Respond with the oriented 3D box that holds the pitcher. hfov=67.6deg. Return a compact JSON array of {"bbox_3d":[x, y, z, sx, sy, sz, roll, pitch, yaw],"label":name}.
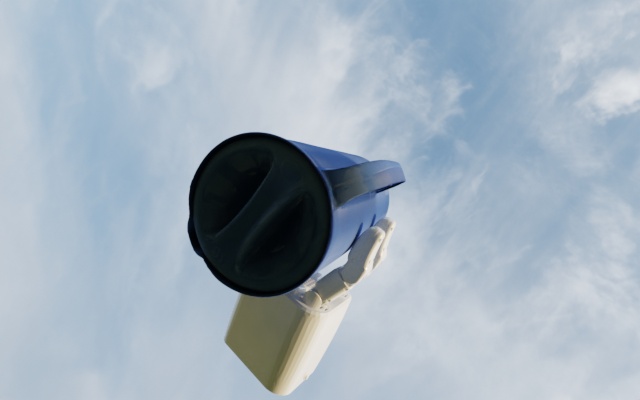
[{"bbox_3d":[0.000,0.002,0.482,0.149,0.145,0.243,27,14,18],"label":"pitcher"}]
